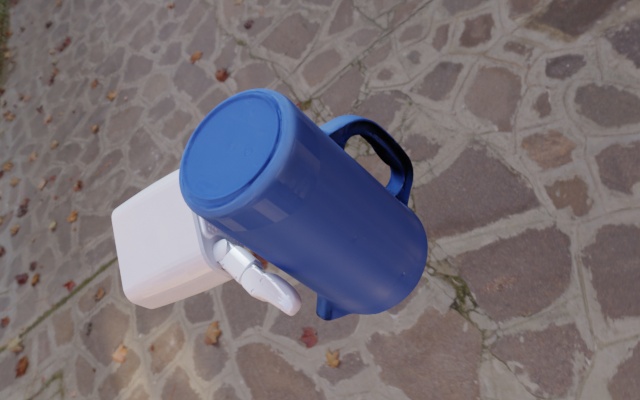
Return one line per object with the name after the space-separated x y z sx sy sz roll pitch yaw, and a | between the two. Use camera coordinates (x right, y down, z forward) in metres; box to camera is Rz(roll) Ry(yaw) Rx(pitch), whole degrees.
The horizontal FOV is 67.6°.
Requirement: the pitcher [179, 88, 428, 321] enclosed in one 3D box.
0.000 0.002 0.433 0.145 0.149 0.243 -22 -35 22 | pitcher
